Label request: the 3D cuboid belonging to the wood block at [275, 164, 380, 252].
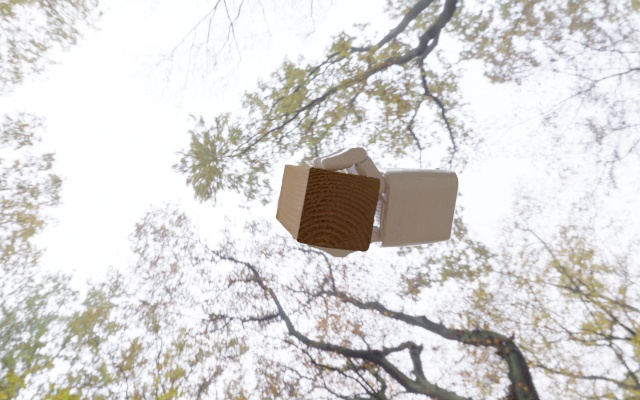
[{"bbox_3d":[0.000,0.002,0.650,0.090,0.091,0.206,9,3,-13],"label":"wood block"}]
